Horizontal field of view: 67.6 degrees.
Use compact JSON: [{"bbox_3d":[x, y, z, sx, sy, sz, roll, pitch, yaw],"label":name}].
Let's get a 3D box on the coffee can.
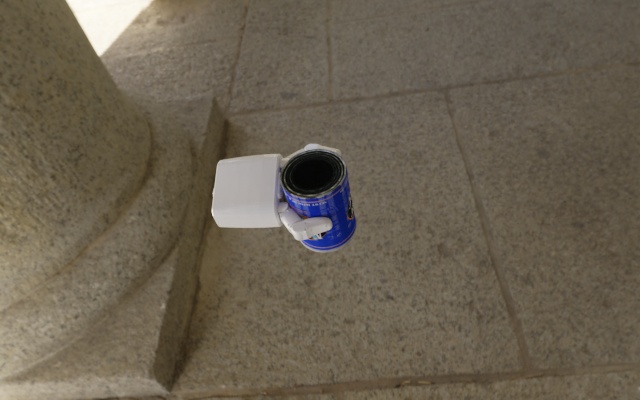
[{"bbox_3d":[0.000,0.003,0.768,0.103,0.102,0.140,0,-40,12],"label":"coffee can"}]
